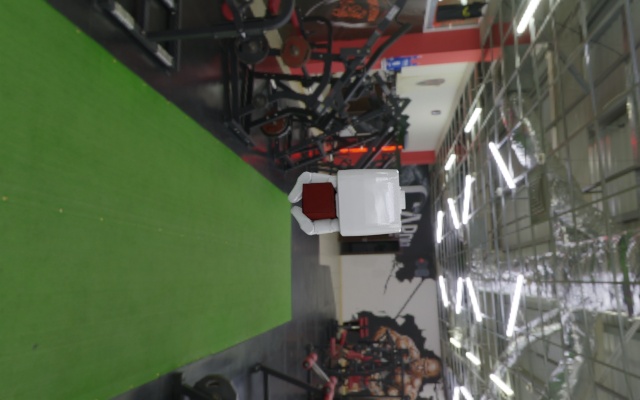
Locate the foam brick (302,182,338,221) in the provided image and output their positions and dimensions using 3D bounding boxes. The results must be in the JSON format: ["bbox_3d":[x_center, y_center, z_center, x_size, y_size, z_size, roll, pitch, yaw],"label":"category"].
[{"bbox_3d":[0.000,0.003,0.825,0.051,0.053,0.078,-2,-11,9],"label":"foam brick"}]
